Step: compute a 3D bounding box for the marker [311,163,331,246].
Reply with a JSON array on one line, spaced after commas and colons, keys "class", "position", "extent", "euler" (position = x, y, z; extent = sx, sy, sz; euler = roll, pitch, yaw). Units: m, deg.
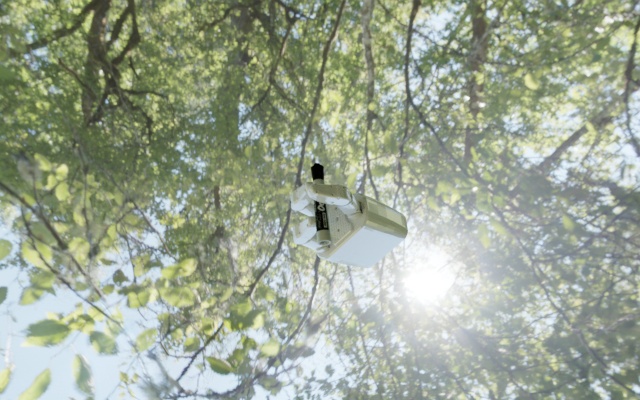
[{"class": "marker", "position": [0.000, 0.002, 0.649], "extent": [0.020, 0.121, 0.020], "euler": [-4, -27, -2]}]
